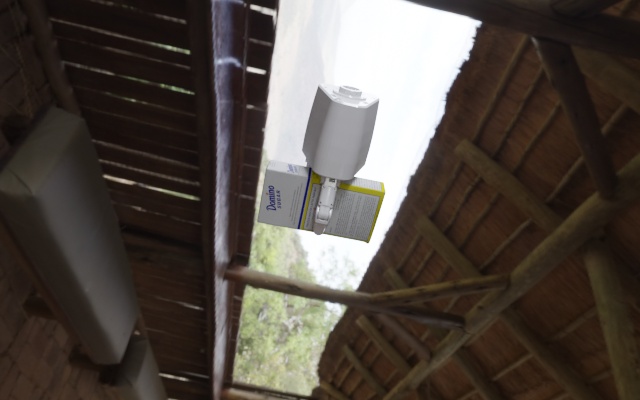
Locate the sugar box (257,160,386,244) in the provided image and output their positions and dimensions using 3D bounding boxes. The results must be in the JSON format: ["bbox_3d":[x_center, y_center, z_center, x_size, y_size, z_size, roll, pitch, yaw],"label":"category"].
[{"bbox_3d":[0.000,0.002,0.716,0.176,0.093,0.048,13,27,-2],"label":"sugar box"}]
